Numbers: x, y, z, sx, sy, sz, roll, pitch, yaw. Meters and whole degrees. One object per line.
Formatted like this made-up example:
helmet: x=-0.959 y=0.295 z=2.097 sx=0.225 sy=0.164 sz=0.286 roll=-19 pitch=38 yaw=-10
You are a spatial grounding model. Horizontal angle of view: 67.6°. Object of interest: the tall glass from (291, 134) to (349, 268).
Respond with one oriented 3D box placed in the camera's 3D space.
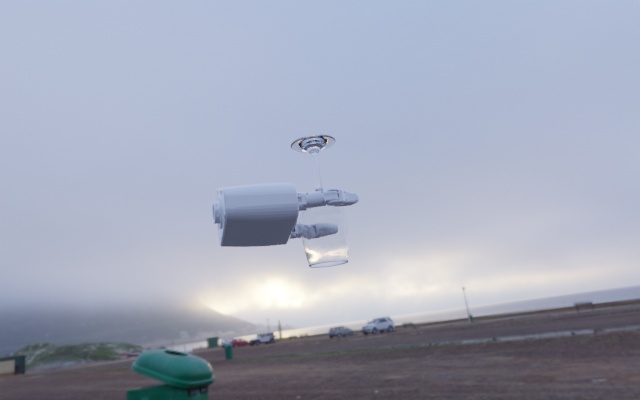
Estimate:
tall glass: x=0.000 y=0.002 z=0.757 sx=0.079 sy=0.201 sz=0.079 roll=-7 pitch=-14 yaw=-2
